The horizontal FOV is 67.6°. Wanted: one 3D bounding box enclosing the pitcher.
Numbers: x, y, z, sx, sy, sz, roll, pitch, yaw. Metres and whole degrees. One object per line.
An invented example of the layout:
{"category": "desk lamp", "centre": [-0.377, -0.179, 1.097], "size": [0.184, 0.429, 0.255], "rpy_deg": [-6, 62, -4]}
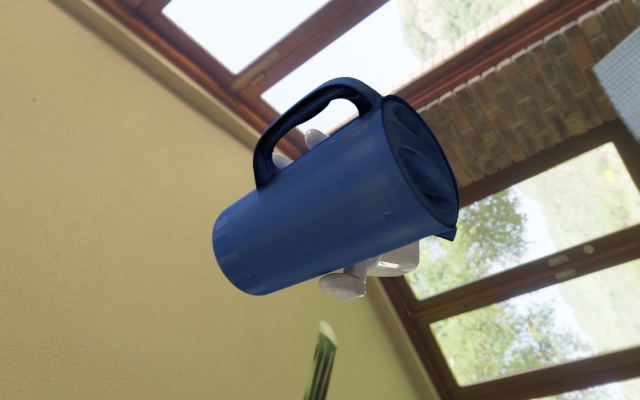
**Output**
{"category": "pitcher", "centre": [0.000, 0.002, 0.479], "size": [0.243, 0.149, 0.145], "rpy_deg": [-28, -26, 30]}
